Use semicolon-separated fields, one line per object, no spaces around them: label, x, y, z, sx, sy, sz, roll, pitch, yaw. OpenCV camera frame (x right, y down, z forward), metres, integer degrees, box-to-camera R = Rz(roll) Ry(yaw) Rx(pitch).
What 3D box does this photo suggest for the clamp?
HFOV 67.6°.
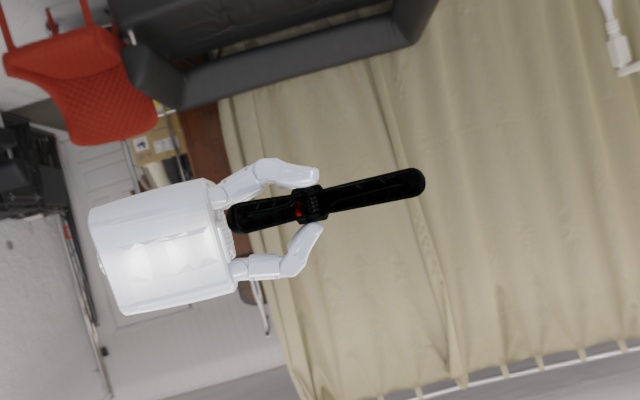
clamp;0.000;0.002;0.466;0.164;0.036;0.210;-11;0;-5
